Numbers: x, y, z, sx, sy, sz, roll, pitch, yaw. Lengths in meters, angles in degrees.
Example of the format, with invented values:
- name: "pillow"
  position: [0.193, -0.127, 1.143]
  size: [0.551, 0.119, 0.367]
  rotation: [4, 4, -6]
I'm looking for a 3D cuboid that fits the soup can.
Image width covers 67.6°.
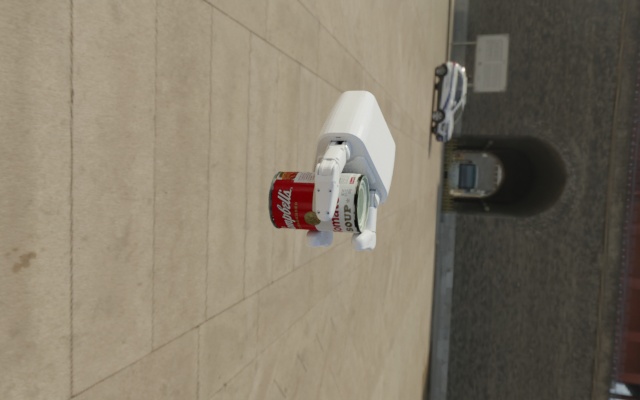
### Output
- name: "soup can"
  position: [0.000, 0.002, 0.548]
  size: [0.102, 0.068, 0.068]
  rotation: [3, 1, 17]
